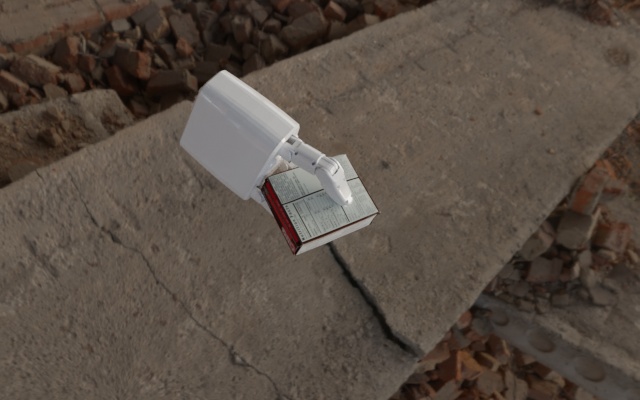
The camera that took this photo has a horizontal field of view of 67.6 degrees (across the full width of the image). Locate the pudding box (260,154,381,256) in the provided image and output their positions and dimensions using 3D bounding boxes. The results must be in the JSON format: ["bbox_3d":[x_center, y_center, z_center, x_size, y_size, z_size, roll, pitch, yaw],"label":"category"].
[{"bbox_3d":[0.000,0.002,0.554,0.113,0.090,0.039,-20,-18,-26],"label":"pudding box"}]
